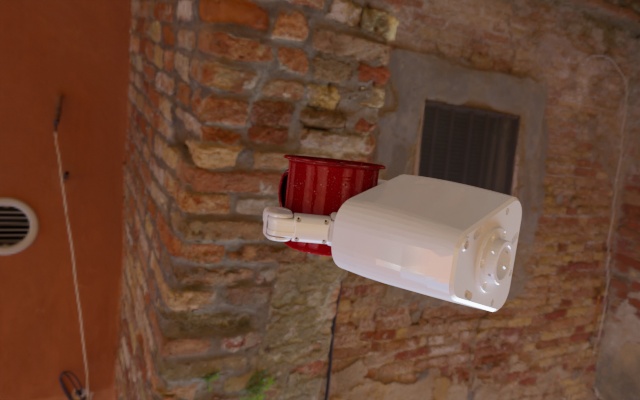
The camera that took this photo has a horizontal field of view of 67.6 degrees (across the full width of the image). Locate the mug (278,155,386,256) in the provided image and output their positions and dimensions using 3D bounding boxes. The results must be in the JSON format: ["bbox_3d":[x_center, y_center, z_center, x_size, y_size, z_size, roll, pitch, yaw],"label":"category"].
[{"bbox_3d":[-0.001,0.001,0.448,0.117,0.081,0.093,13,9,43],"label":"mug"}]
